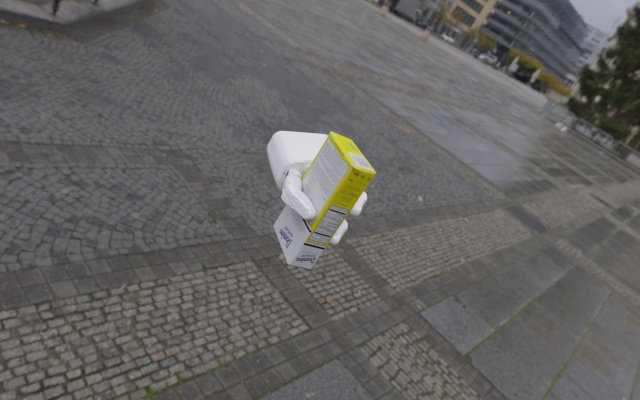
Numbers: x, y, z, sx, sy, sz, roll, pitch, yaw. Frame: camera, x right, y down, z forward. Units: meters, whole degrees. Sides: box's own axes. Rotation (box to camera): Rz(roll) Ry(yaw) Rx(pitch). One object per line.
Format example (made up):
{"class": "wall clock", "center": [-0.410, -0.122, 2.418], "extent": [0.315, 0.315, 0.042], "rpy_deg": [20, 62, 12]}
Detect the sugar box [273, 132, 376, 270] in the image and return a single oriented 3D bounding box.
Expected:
{"class": "sugar box", "center": [0.001, 0.002, 0.675], "extent": [0.048, 0.176, 0.093], "rpy_deg": [15, 29, -31]}
